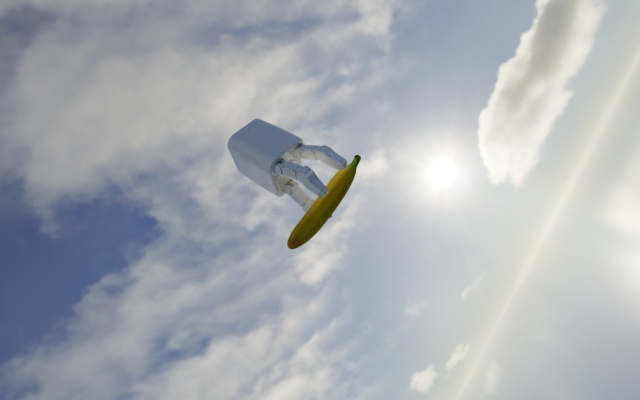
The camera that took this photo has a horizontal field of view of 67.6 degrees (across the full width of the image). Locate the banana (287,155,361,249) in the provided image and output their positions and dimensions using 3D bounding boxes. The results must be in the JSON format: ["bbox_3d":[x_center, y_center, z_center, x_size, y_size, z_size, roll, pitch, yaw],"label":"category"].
[{"bbox_3d":[0.005,0.007,0.822,0.037,0.197,0.070,31,-13,18],"label":"banana"}]
